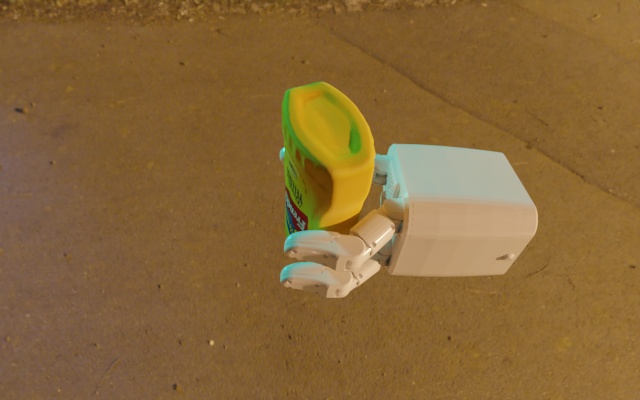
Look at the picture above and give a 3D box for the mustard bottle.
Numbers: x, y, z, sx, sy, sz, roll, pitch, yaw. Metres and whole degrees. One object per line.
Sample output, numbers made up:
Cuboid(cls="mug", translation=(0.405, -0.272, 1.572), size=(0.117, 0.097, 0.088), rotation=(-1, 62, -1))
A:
Cuboid(cls="mustard bottle", translation=(0.000, 0.001, 0.410), size=(0.058, 0.096, 0.192), rotation=(-18, -33, -16))
